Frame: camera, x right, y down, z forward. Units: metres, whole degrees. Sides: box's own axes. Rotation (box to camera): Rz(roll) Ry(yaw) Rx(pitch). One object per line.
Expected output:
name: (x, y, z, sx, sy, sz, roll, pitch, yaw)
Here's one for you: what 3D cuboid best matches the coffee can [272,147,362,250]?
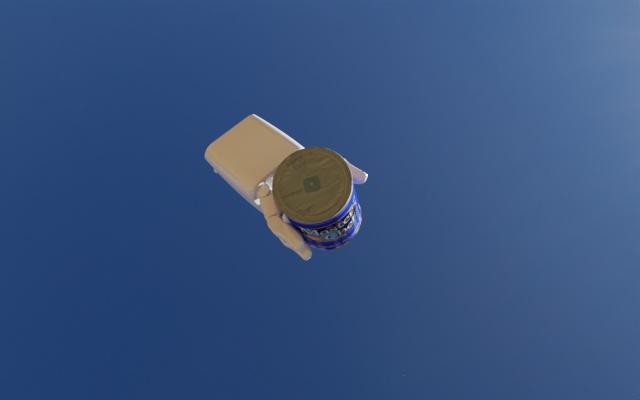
coffee can: (0.000, 0.002, 0.659, 0.103, 0.102, 0.140, 0, -20, 10)
